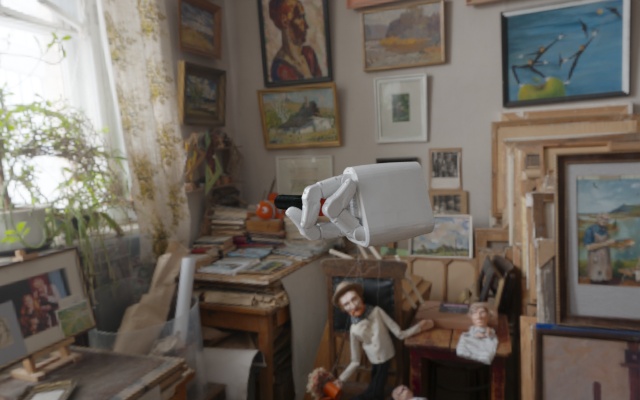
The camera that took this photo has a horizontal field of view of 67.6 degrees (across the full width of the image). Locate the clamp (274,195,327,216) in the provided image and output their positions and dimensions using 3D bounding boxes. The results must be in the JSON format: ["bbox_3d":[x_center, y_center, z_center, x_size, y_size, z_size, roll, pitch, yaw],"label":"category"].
[{"bbox_3d":[0.000,0.002,0.755,0.120,0.039,0.171,-11,9,-16],"label":"clamp"}]
